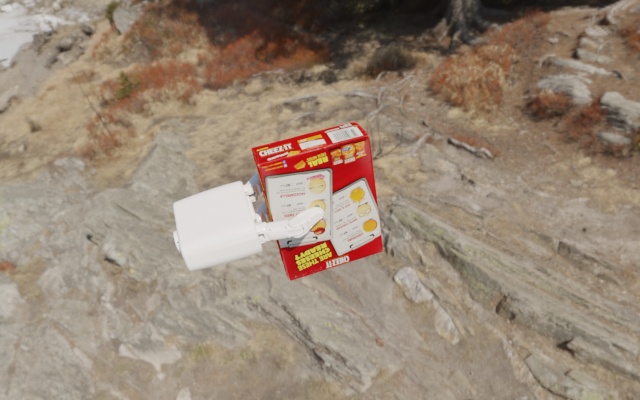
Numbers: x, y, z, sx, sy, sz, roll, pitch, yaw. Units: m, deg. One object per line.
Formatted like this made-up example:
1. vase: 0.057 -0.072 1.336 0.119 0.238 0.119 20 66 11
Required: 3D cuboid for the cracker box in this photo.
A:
1. cracker box: 0.000 0.002 0.734 0.164 0.214 0.072 -16 33 -8
